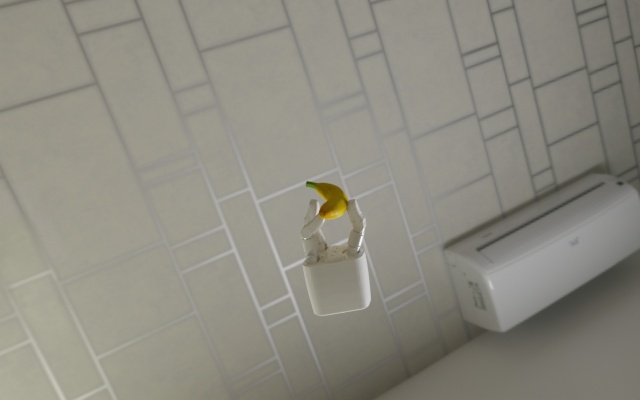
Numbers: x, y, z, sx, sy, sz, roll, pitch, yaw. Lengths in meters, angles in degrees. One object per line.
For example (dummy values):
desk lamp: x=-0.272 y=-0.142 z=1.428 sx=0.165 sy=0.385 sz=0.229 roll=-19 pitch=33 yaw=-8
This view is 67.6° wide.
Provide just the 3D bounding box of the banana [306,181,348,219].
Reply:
banana: x=0.018 y=0.001 z=0.882 sx=0.069 sy=0.037 sz=0.197 roll=-4 pitch=16 yaw=-8
